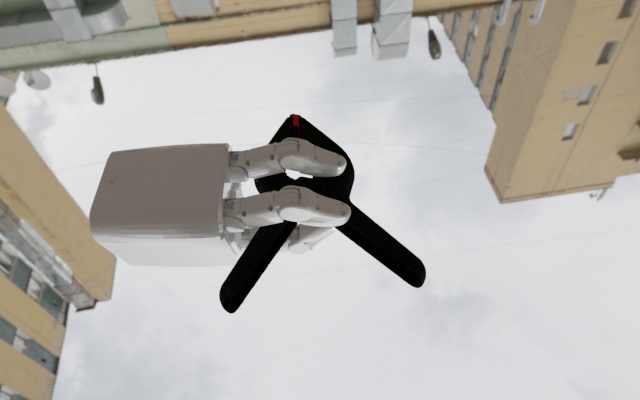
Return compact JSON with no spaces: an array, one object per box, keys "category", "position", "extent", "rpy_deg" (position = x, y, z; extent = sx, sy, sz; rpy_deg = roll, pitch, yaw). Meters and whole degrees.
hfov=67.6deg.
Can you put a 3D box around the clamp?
[{"category":"clamp","position":[0.000,0.002,0.432],"extent":[0.164,0.209,0.036],"rpy_deg":[0,-39,-3]}]
